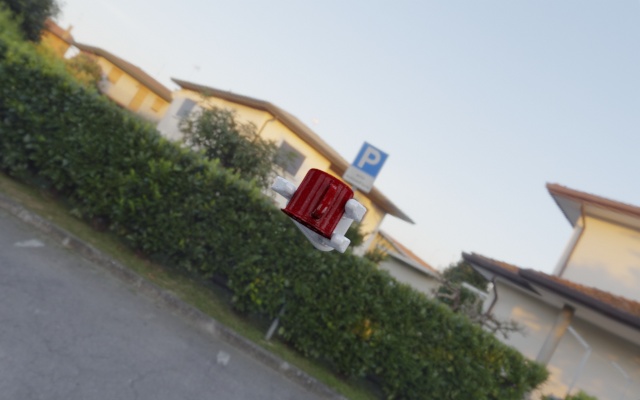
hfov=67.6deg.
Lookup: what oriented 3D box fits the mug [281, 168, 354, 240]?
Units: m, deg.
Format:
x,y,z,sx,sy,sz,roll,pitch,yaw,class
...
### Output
x,y,z,sx,sy,sz,roll,pitch,yaw,class
0.000,0.002,0.723,0.093,0.081,0.117,31,-7,-4,mug
